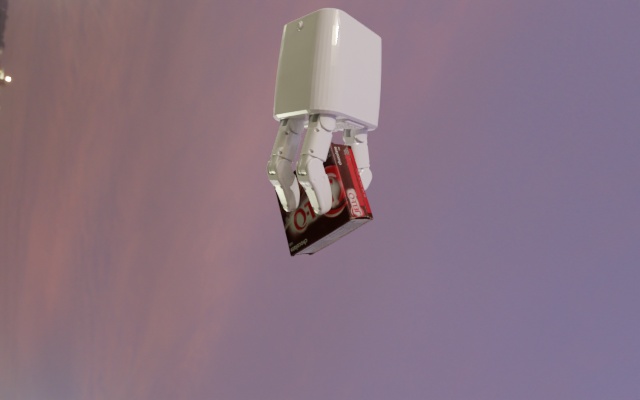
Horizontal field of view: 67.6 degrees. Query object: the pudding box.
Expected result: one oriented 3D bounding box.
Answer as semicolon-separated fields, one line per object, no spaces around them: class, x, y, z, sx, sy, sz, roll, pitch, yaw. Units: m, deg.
pudding box;0.000;0.002;0.534;0.039;0.090;0.113;3;-27;-38
